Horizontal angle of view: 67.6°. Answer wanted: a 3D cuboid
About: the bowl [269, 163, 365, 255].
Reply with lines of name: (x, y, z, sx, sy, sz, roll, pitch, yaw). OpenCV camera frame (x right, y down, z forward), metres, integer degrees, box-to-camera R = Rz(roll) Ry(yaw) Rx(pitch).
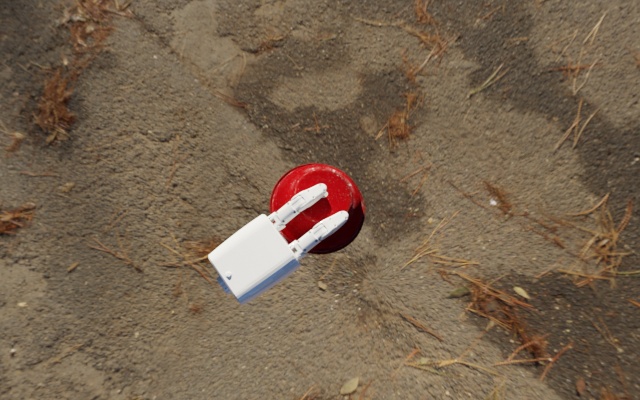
bowl: (0.001, 0.001, 0.772, 0.162, 0.162, 0.055, 0, -21, -10)
